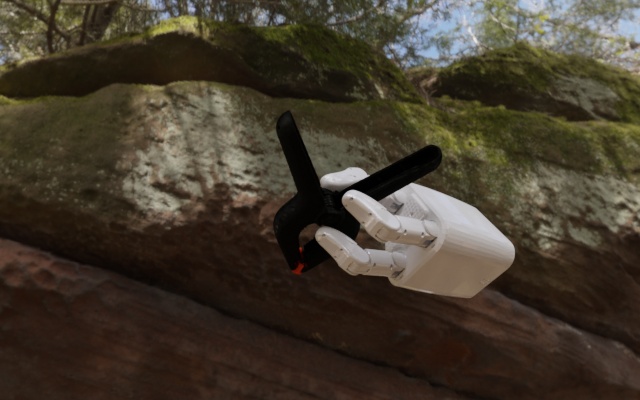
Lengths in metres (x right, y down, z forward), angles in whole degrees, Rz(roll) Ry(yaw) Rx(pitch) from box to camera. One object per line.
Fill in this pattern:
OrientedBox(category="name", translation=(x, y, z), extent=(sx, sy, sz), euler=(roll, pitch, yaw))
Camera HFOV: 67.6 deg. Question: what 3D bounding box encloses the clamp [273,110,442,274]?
OrientedBox(category="clamp", translation=(0.000, 0.001, 0.487), extent=(0.164, 0.036, 0.210), euler=(16, -49, -25))
